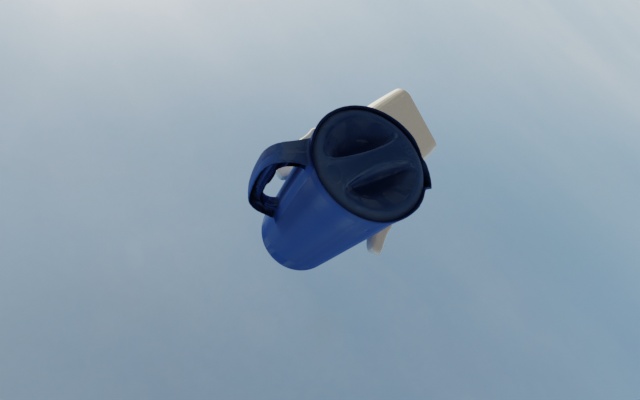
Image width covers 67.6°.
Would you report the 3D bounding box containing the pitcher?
[{"bbox_3d":[0.000,0.002,0.576,0.145,0.149,0.243,-42,-2,-33],"label":"pitcher"}]
